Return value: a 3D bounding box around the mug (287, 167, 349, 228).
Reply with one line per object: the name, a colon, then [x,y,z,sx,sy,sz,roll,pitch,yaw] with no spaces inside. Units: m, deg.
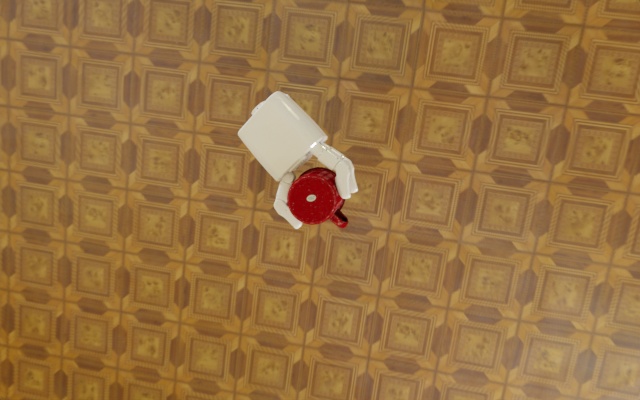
mug: [0.001,0.004,0.791,0.093,0.117,0.081,-44,0,13]
